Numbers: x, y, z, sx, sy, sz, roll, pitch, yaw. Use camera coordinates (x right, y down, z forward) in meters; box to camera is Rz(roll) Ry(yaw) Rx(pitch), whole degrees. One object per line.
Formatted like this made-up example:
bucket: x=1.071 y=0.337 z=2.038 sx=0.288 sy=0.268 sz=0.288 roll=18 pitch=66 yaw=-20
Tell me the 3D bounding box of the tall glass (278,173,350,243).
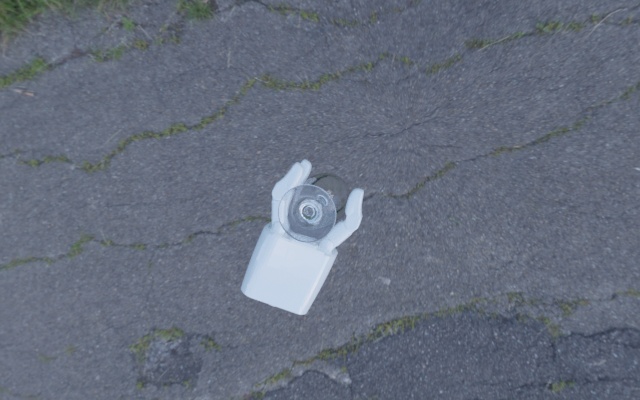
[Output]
tall glass: x=0.000 y=0.002 z=0.690 sx=0.079 sy=0.079 sz=0.201 roll=0 pitch=9 yaw=10
